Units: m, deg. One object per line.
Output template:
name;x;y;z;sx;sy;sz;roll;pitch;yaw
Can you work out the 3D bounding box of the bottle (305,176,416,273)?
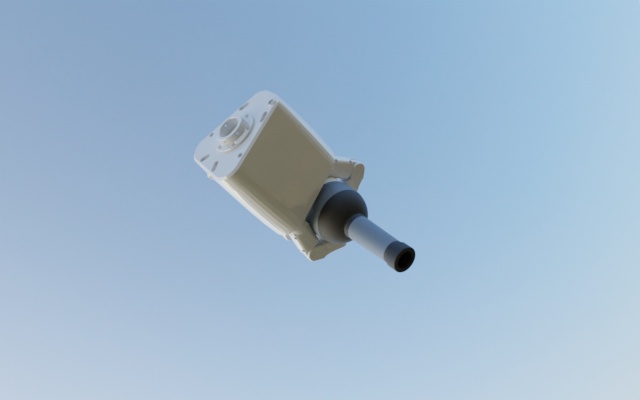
bottle;0.000;0.002;0.564;0.069;0.069;0.295;0;22;-36
